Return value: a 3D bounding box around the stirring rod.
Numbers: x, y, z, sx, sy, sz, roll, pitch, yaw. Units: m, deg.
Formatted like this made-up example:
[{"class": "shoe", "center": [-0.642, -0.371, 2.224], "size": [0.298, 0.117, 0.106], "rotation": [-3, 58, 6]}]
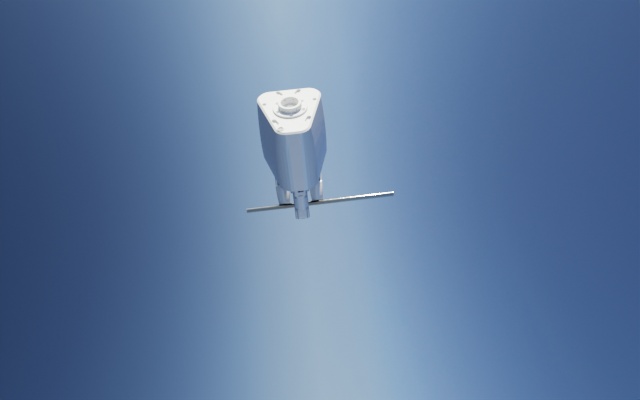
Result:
[{"class": "stirring rod", "center": [0.000, 0.003, 0.779], "size": [0.239, 0.011, 0.011], "rotation": [-7, 0, -2]}]
